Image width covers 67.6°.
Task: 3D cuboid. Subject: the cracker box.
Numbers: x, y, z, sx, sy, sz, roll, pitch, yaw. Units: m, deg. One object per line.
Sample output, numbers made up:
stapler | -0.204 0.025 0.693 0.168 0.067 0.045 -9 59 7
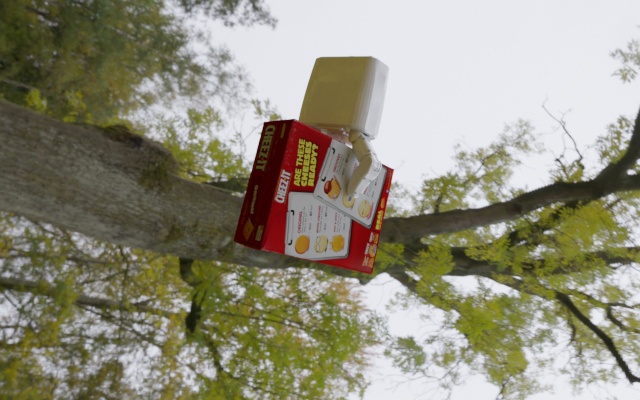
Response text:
cracker box | 0.000 0.002 0.657 0.214 0.164 0.072 19 -9 -43
